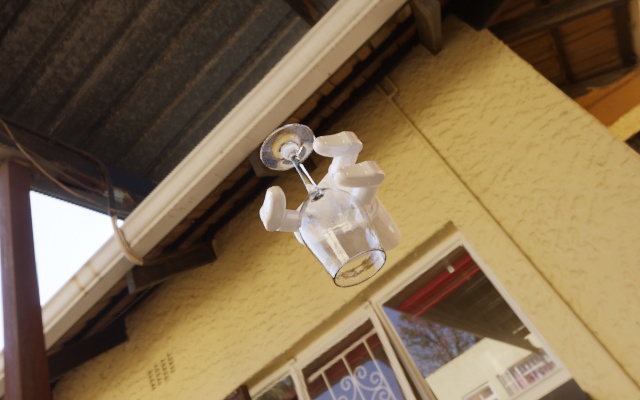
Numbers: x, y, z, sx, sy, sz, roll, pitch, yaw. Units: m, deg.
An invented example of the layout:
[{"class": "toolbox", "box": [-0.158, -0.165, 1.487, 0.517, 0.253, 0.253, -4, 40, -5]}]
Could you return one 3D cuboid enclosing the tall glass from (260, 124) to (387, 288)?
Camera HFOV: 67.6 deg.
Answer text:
[{"class": "tall glass", "box": [0.000, 0.001, 0.549, 0.079, 0.079, 0.201, 0, 44, -35]}]
